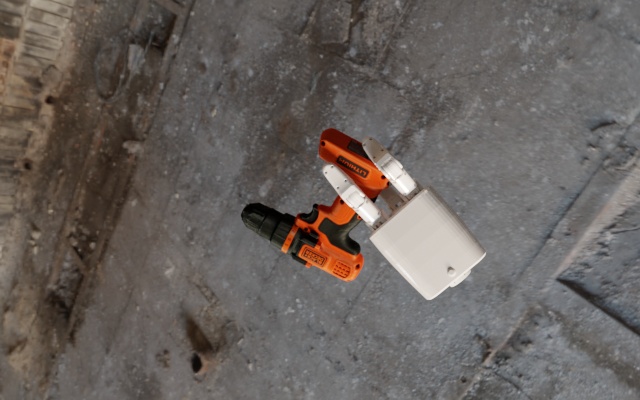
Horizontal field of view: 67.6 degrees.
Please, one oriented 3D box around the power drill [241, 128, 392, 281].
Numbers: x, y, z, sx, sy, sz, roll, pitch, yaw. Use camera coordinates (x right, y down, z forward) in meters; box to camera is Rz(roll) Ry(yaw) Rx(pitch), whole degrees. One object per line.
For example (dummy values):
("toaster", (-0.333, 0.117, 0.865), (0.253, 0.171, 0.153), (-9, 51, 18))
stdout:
("power drill", (0.001, 0.002, 0.636), (0.184, 0.188, 0.057), (27, 30, 0))
